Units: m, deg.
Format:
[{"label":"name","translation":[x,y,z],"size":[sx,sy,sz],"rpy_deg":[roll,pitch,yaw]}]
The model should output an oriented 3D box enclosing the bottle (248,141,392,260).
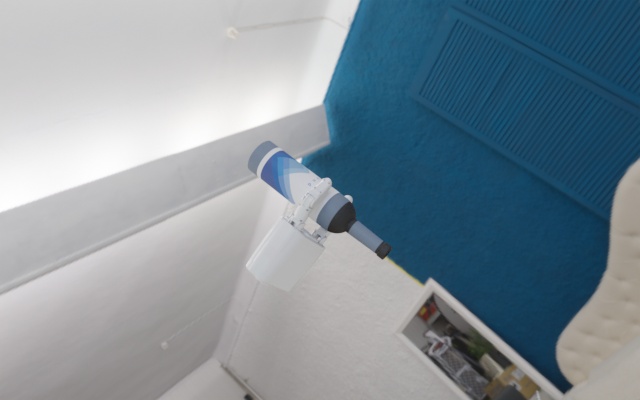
[{"label":"bottle","translation":[0.000,0.003,0.838],"size":[0.295,0.069,0.069],"rpy_deg":[38,13,17]}]
